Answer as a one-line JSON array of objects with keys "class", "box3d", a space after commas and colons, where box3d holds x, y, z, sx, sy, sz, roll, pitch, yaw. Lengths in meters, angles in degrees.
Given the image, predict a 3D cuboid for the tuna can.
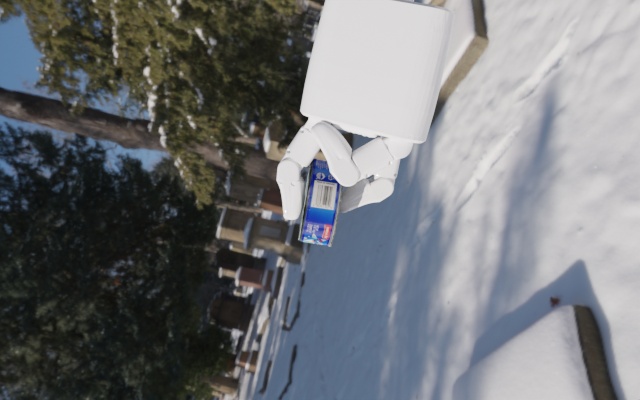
[{"class": "tuna can", "box3d": [-0.001, 0.002, 0.478, 0.034, 0.086, 0.086, 9, -1, -3]}]
